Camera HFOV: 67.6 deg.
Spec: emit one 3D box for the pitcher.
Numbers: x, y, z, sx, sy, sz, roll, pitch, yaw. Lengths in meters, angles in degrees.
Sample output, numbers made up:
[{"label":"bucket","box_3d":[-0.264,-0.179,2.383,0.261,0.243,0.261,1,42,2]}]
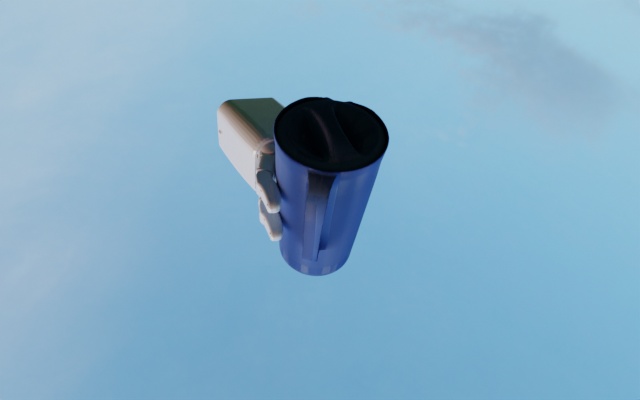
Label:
[{"label":"pitcher","box_3d":[0.000,0.002,0.626,0.149,0.243,0.145,-27,57,-27]}]
